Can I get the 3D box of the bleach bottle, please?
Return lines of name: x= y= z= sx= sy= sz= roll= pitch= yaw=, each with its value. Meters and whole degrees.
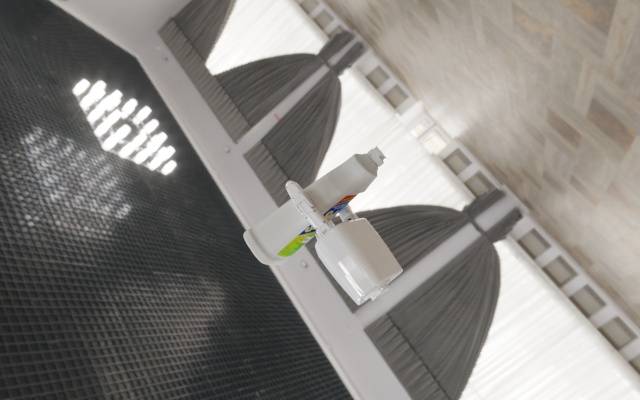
bleach bottle: x=0.000 y=0.003 z=0.766 sx=0.251 sy=0.068 sz=0.102 roll=-40 pitch=-18 yaw=9
